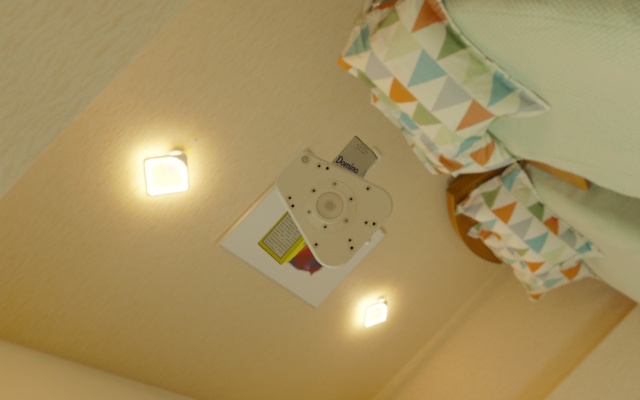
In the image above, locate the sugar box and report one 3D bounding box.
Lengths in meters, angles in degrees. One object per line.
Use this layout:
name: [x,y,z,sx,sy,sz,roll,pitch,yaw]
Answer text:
sugar box: [0.000,0.002,0.611,0.048,0.176,0.093,44,1,4]
